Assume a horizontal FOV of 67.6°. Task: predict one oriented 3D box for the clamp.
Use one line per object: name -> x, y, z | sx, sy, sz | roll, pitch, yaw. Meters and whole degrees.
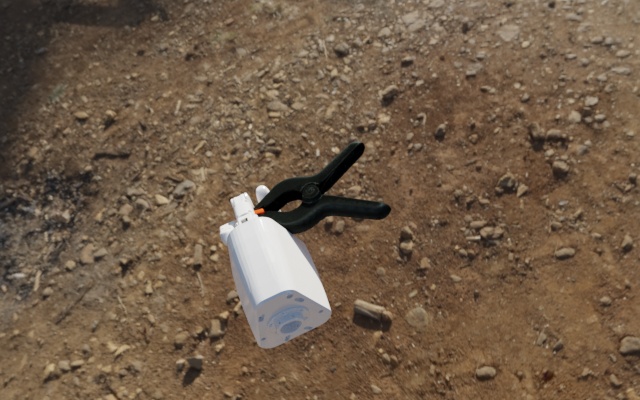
clamp -> 0.000, 0.002, 0.591 | 0.171, 0.120, 0.039 | -28, -43, 0
